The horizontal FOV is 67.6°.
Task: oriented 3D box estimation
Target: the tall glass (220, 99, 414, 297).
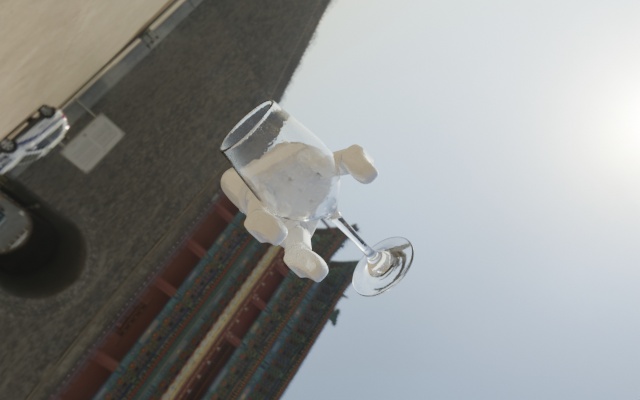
[{"bbox_3d":[0.001,0.002,0.442,0.201,0.079,0.079,46,-24,-25],"label":"tall glass"}]
